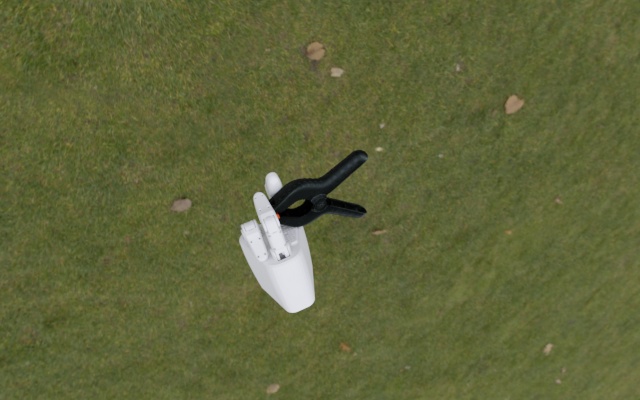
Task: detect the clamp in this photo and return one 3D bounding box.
[{"bbox_3d":[0.000,0.003,0.714,0.171,0.120,0.039,-23,36,-10],"label":"clamp"}]
